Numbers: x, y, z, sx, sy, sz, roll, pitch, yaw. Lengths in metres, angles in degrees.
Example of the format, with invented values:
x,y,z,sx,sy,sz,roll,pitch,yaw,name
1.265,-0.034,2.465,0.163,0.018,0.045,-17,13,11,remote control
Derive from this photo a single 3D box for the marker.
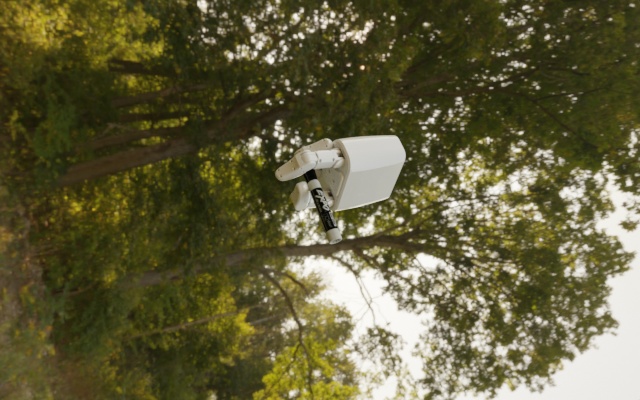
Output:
x,y,z,sx,sy,sz,roll,pitch,yaw,name
0.000,0.002,0.659,0.020,0.121,0.020,-18,-21,-7,marker
